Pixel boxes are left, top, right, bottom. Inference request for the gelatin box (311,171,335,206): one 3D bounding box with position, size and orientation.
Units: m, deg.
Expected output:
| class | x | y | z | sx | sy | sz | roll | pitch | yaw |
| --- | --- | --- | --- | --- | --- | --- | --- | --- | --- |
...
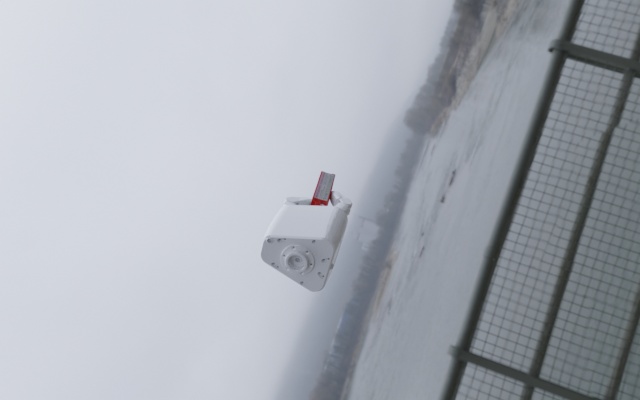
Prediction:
| class | x | y | z | sx | sy | sz | roll | pitch | yaw |
| --- | --- | --- | --- | --- | --- | --- | --- | --- | --- |
| gelatin box | 0.000 | 0.002 | 0.846 | 0.030 | 0.073 | 0.089 | 15 | 37 | 0 |
